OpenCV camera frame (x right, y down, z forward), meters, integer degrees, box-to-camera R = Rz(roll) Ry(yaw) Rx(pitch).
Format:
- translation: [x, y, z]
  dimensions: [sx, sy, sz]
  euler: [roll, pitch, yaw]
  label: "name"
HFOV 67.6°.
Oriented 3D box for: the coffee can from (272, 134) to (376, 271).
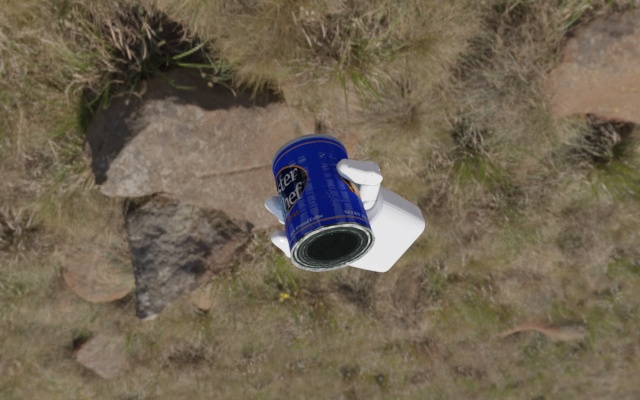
- translation: [0.000, 0.002, 0.596]
  dimensions: [0.103, 0.140, 0.103]
  euler: [-10, -35, -7]
  label: "coffee can"
